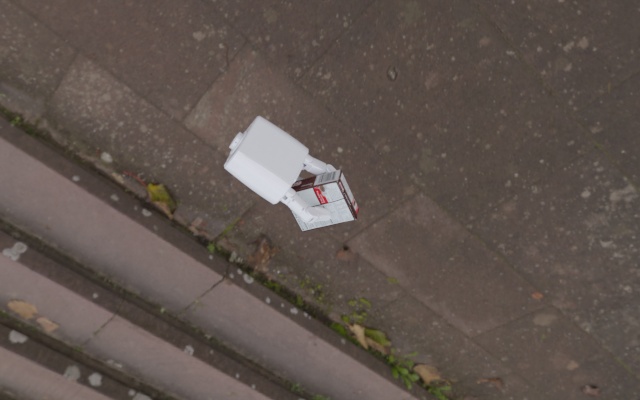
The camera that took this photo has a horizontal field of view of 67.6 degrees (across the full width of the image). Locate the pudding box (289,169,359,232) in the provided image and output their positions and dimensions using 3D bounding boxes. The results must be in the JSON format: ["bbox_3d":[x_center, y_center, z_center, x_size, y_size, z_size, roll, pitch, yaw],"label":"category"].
[{"bbox_3d":[0.000,0.003,0.849,0.113,0.090,0.039,-13,33,24],"label":"pudding box"}]
